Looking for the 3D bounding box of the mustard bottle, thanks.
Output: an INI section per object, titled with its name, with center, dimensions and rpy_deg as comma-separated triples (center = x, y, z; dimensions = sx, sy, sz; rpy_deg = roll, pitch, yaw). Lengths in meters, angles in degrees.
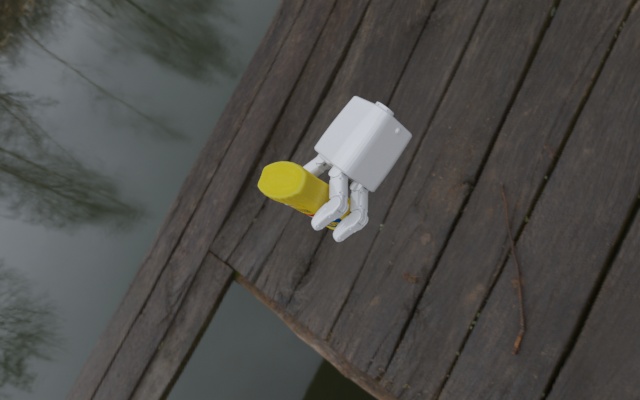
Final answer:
[mustard bottle]
center = 0.000, 0.003, 0.740
dimensions = 0.096, 0.058, 0.192
rpy_deg = 8, -15, 43
